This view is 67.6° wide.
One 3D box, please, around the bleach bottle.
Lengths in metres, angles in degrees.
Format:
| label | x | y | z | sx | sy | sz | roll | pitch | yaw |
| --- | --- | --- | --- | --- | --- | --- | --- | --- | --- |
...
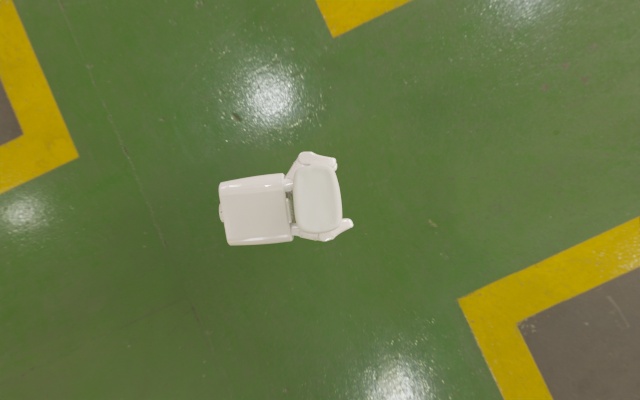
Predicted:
| label | x | y | z | sx | sy | sz | roll | pitch | yaw |
| --- | --- | --- | --- | --- | --- | --- | --- | --- | --- |
| bleach bottle | 0.000 | 0.002 | 0.796 | 0.068 | 0.102 | 0.251 | -6 | -3 | 2 |
